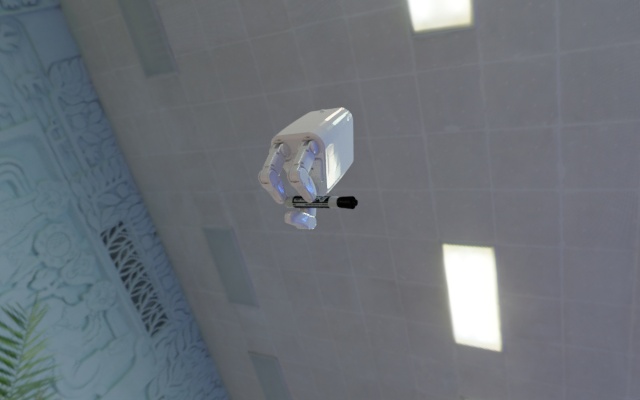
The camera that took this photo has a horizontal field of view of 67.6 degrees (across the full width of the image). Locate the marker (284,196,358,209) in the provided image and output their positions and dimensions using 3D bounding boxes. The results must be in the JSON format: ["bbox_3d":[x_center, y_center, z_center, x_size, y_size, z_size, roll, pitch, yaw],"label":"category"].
[{"bbox_3d":[0.000,0.002,0.697,0.121,0.020,0.020,0,0,34],"label":"marker"}]
